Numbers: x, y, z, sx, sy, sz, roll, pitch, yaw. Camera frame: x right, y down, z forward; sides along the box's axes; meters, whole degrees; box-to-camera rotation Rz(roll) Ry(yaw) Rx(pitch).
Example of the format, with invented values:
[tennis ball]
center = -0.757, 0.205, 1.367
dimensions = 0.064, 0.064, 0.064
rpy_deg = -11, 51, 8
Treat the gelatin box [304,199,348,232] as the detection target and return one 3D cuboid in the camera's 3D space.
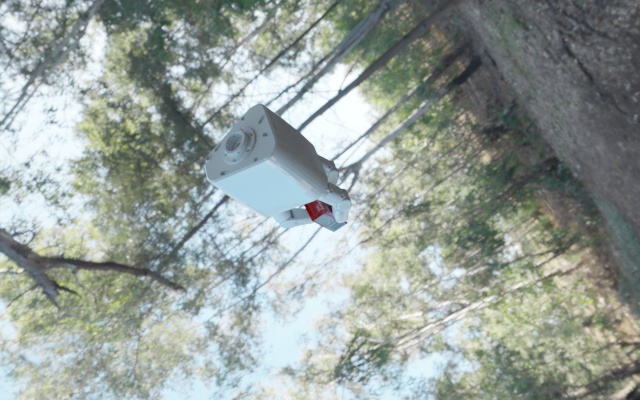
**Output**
[gelatin box]
center = 0.000, 0.003, 0.708
dimensions = 0.030, 0.073, 0.089
rpy_deg = -33, -25, 12
